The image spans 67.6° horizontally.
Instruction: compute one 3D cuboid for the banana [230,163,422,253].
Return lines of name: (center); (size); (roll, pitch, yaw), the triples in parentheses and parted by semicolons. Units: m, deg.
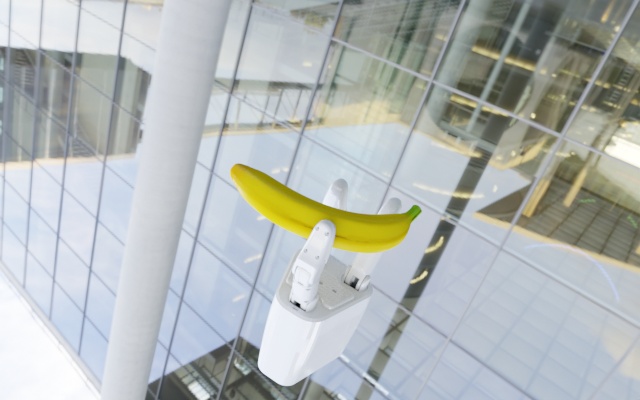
banana: (0.002, 0.013, 0.464); (0.198, 0.037, 0.069); (15, 34, -4)
